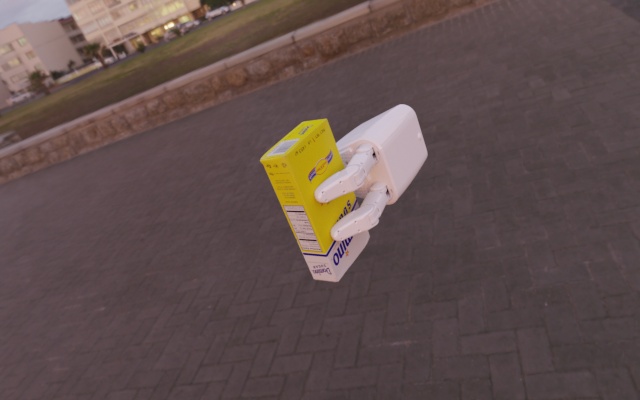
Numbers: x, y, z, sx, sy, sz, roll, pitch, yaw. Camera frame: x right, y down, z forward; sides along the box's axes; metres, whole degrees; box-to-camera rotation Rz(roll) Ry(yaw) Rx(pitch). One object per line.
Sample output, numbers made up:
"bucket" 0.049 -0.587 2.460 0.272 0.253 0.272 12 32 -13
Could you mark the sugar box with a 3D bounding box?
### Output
"sugar box" 0.001 0.002 0.576 0.048 0.176 0.093 -2 33 40
